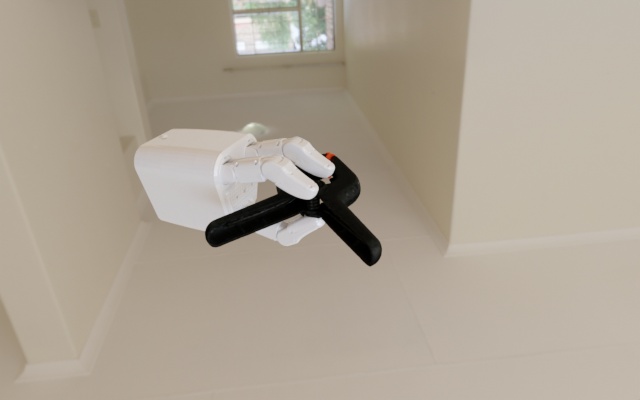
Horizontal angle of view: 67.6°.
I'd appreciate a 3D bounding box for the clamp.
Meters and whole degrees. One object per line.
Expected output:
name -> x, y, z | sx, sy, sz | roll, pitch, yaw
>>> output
clamp -> 0.000, 0.002, 0.507 | 0.164, 0.036, 0.210 | 10, 29, 16
